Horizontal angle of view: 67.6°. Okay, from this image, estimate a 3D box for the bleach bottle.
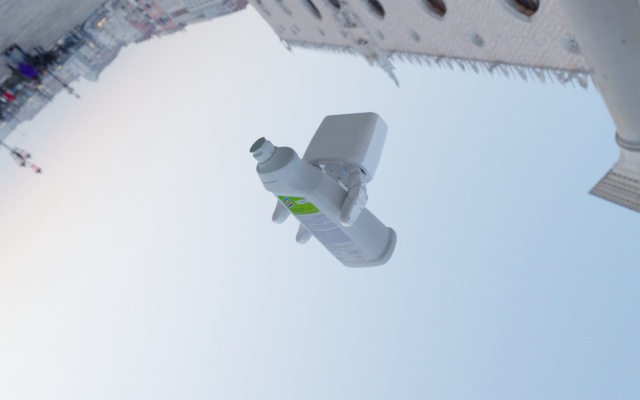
[{"bbox_3d":[0.000,0.002,0.680,0.102,0.068,0.251,-12,-47,43],"label":"bleach bottle"}]
